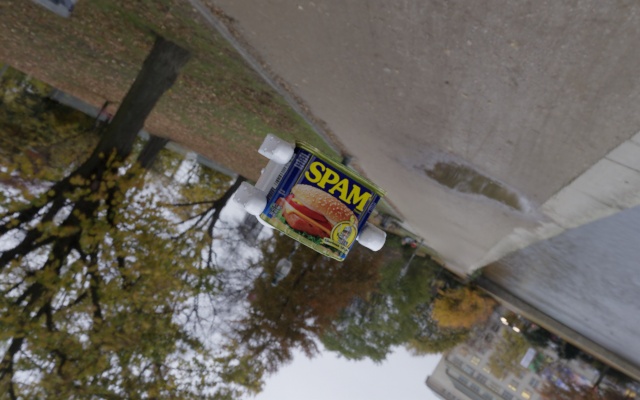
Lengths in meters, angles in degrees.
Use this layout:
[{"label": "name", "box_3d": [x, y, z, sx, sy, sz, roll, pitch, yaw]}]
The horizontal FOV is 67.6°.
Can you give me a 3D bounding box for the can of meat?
[{"label": "can of meat", "box_3d": [0.000, 0.002, 0.473, 0.102, 0.084, 0.057, 30, 1, -18]}]
